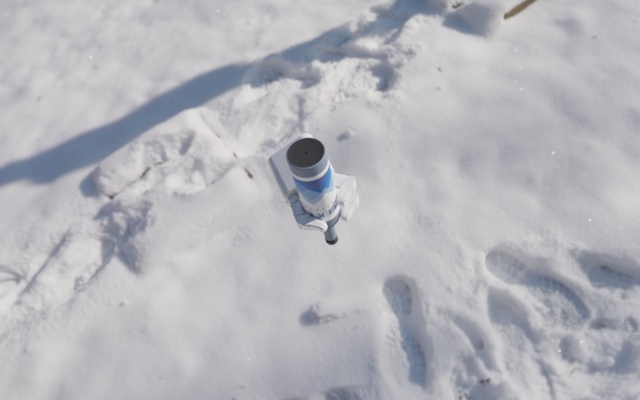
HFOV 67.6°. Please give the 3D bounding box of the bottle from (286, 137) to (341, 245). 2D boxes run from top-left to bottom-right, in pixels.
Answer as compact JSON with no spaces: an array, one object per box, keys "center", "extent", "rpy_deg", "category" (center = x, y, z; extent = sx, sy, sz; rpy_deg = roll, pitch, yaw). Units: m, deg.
[{"center":[0.000,0.003,0.893],"extent":[0.069,0.069,0.296],"rpy_deg":[0,-33,11],"category":"bottle"}]
